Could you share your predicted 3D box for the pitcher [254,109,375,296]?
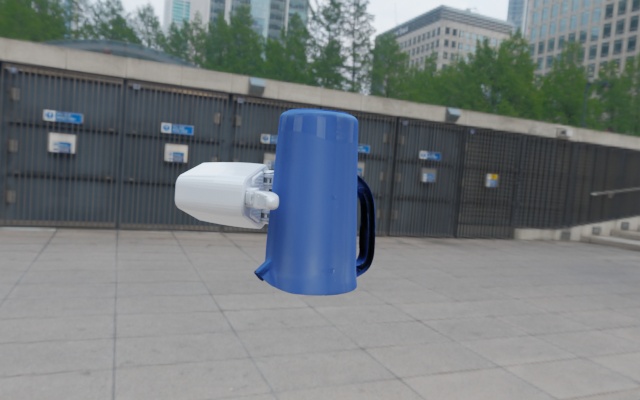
[{"bbox_3d":[0.000,0.002,0.666,0.145,0.243,0.149,5,3,14],"label":"pitcher"}]
